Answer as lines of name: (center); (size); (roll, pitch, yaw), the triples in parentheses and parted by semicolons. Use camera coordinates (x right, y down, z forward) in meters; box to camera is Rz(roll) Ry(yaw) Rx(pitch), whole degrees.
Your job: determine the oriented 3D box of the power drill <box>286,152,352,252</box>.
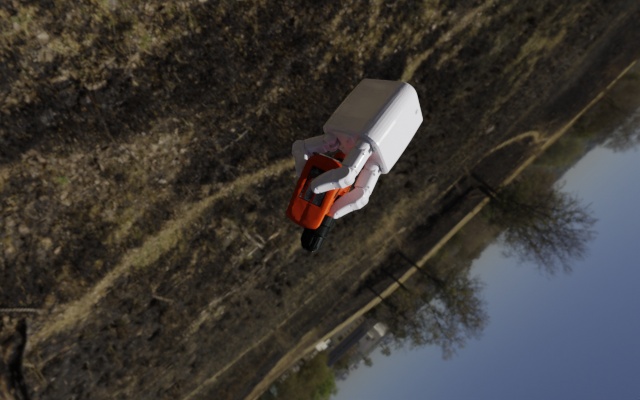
power drill: (0.000, 0.002, 0.761); (0.057, 0.184, 0.187); (22, 3, 9)
